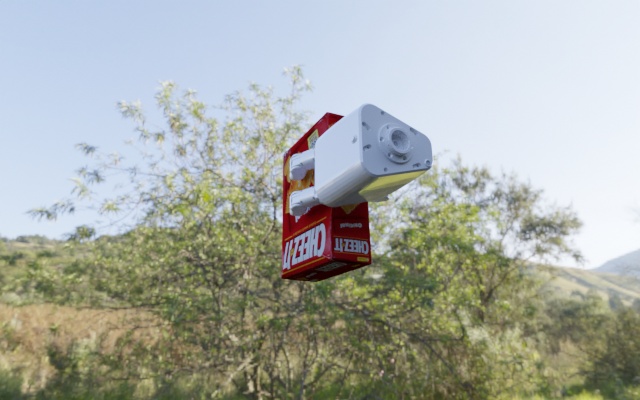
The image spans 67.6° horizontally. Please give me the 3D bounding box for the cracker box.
[{"bbox_3d":[0.000,0.002,0.712,0.072,0.213,0.164,9,-21,-26],"label":"cracker box"}]
